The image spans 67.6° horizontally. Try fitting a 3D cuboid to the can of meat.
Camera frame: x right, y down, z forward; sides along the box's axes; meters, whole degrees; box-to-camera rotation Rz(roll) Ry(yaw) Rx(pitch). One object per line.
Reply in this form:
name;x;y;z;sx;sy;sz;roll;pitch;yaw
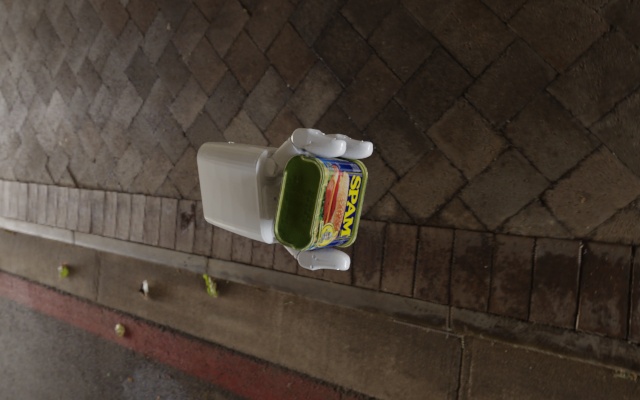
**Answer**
can of meat;0.000;0.002;0.514;0.057;0.102;0.084;16;10;33
